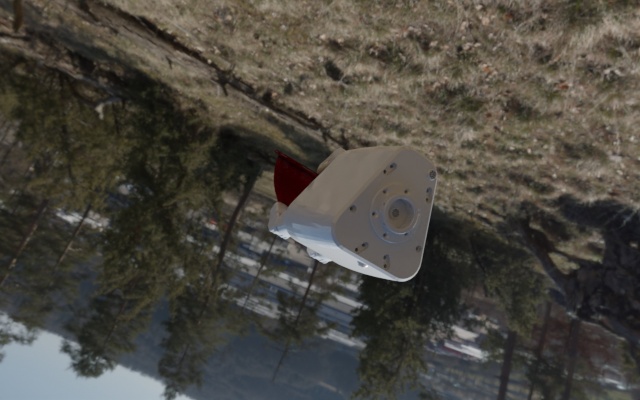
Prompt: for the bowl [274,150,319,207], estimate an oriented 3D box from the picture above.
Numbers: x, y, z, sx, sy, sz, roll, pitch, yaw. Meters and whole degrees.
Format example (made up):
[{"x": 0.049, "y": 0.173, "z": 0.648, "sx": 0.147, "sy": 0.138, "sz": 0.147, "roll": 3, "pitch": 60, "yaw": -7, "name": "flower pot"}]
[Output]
[{"x": 0.000, "y": 0.002, "z": 0.589, "sx": 0.162, "sy": 0.055, "sz": 0.162, "roll": 31, "pitch": 2, "yaw": -1, "name": "bowl"}]
